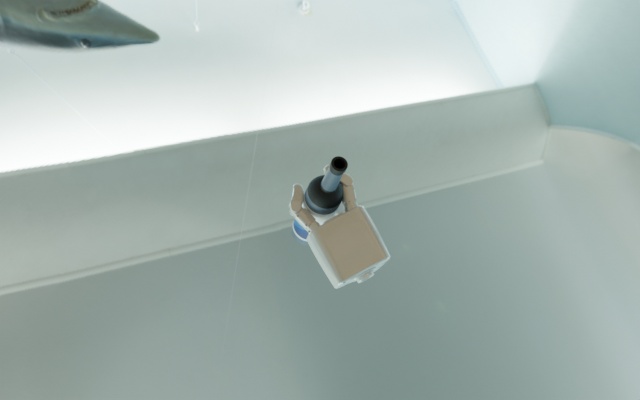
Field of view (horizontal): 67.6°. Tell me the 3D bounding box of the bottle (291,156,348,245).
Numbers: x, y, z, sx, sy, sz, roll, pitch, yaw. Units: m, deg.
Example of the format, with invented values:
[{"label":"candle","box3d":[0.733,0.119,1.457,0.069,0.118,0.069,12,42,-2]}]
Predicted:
[{"label":"bottle","box3d":[0.000,0.003,0.881,0.069,0.069,0.296,0,-24,-13]}]
